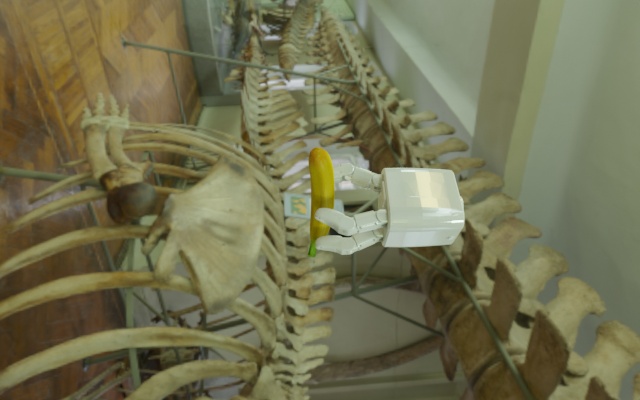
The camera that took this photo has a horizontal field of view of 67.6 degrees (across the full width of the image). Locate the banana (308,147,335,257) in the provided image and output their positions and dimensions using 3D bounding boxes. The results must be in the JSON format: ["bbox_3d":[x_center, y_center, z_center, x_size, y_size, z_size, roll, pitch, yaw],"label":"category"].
[{"bbox_3d":[0.002,-0.007,0.700,0.037,0.198,0.069,3,39,4],"label":"banana"}]
